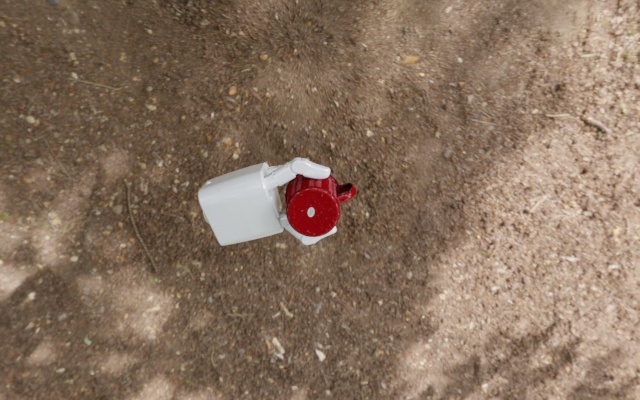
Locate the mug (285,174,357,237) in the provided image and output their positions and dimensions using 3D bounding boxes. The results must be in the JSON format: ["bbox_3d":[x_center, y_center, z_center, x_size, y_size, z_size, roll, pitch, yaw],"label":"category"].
[{"bbox_3d":[0.002,0.002,0.741,0.117,0.093,0.081,-17,18,6],"label":"mug"}]
